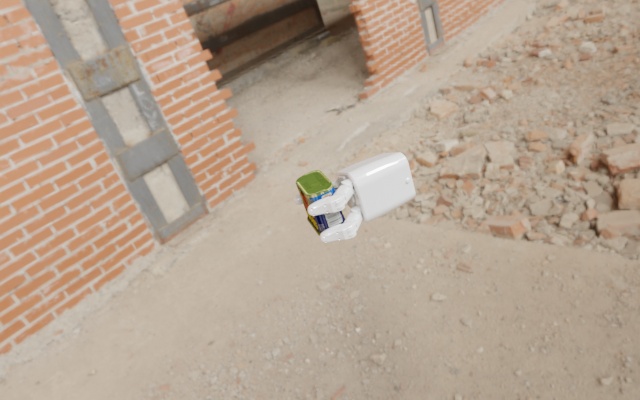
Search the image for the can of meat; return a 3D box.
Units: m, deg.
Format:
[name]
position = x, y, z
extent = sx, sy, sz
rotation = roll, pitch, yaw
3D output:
[can of meat]
position = 0.000, 0.002, 0.840
extent = 0.057, 0.084, 0.102
rotation = -23, 26, -9
